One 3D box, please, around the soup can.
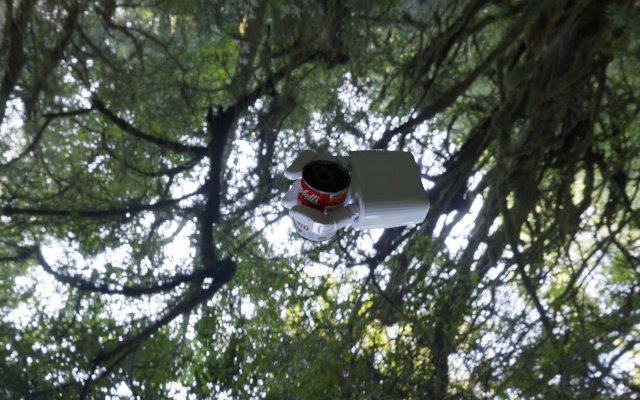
[{"bbox_3d":[0.000,0.003,0.682,0.068,0.102,0.068,7,43,-7],"label":"soup can"}]
